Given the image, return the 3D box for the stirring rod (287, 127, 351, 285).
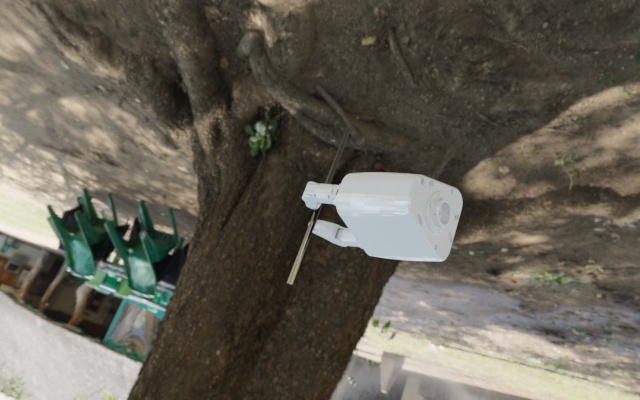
[{"bbox_3d":[0.000,0.002,0.659,0.011,0.239,0.011,19,-18,6],"label":"stirring rod"}]
